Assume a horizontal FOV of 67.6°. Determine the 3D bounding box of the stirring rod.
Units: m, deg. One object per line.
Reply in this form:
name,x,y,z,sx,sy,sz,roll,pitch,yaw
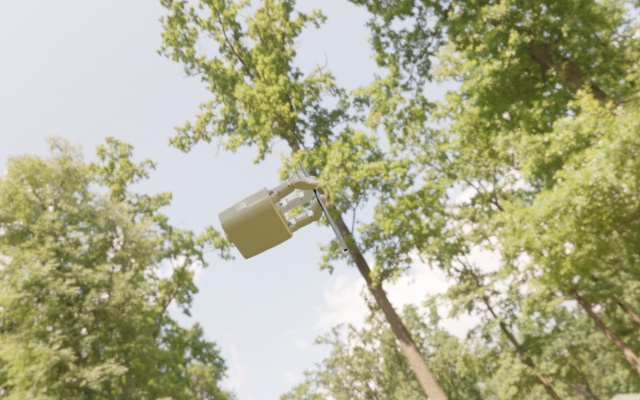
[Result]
stirring rod,0.000,0.003,0.895,0.011,0.011,0.239,0,43,-30
